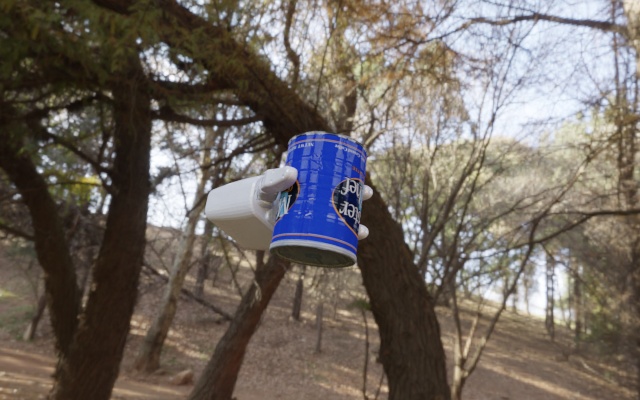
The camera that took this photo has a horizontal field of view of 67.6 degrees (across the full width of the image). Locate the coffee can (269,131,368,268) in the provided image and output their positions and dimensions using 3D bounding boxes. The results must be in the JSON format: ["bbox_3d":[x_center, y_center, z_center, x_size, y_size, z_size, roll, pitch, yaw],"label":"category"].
[{"bbox_3d":[0.000,0.002,0.581,0.103,0.140,0.103,7,-19,3],"label":"coffee can"}]
